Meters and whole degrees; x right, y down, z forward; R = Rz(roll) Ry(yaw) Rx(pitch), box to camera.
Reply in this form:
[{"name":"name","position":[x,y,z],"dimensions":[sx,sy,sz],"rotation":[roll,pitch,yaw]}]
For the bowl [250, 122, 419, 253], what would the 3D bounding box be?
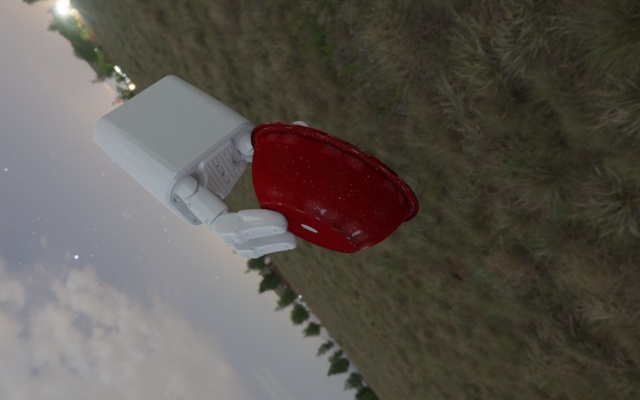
[{"name":"bowl","position":[0.001,0.002,0.414],"dimensions":[0.162,0.055,0.162],"rotation":[23,-17,8]}]
